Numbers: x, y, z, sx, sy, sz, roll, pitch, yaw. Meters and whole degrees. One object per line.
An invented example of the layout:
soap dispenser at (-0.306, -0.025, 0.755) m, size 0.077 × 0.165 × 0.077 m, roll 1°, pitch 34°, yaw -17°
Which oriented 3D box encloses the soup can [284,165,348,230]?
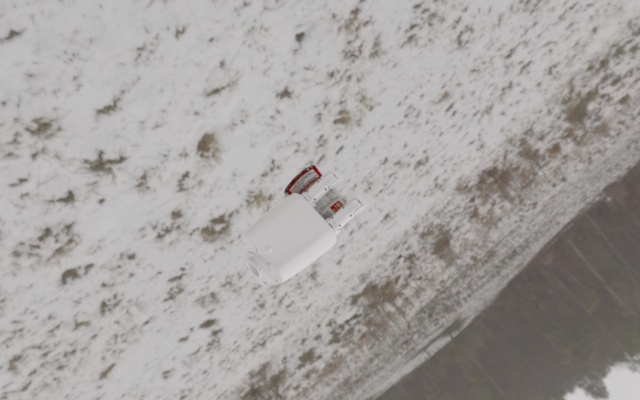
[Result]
soup can at (0.001, 0.003, 0.763) m, size 0.068 × 0.102 × 0.068 m, roll -41°, pitch -11°, yaw -10°
